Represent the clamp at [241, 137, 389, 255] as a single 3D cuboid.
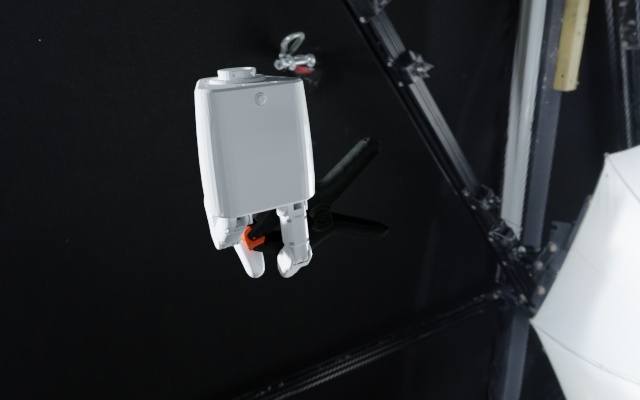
[{"bbox_3d":[0.000,0.002,0.494,0.171,0.120,0.039,-14,23,-26],"label":"clamp"}]
